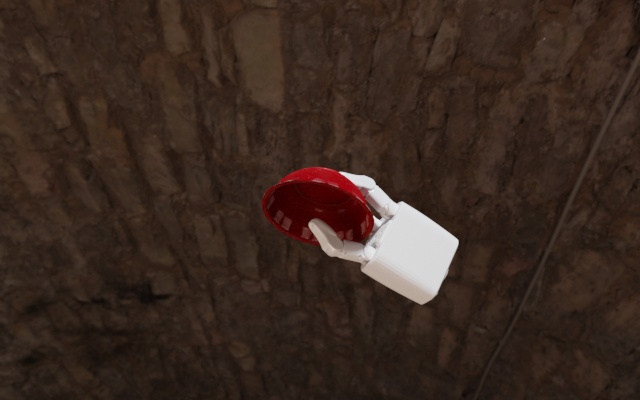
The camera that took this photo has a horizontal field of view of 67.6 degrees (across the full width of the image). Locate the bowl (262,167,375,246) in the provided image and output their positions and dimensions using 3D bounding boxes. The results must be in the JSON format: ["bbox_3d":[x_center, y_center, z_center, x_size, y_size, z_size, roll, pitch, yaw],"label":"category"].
[{"bbox_3d":[-0.001,0.001,0.686,0.162,0.055,0.162,9,-35,6],"label":"bowl"}]
